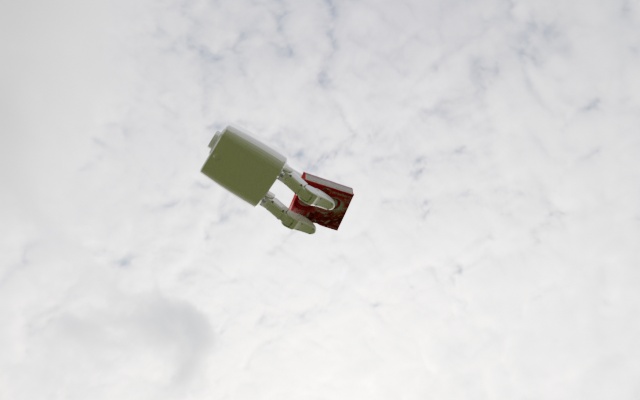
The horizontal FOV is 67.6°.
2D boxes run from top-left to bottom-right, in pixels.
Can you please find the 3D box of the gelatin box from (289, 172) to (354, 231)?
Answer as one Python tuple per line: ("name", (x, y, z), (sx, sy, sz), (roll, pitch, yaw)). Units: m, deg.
("gelatin box", (0.000, 0.002, 0.776), (0.089, 0.073, 0.030), (18, 27, -11))
